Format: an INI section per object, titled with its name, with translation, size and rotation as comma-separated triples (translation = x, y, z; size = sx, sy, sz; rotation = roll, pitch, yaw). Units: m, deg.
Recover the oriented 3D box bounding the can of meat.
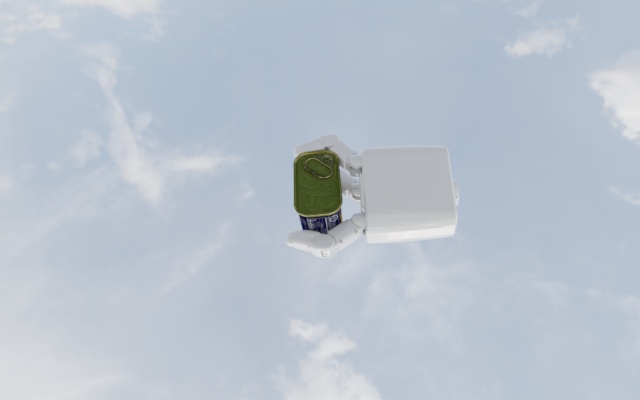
[can of meat]
translation = 0.000, 0.002, 0.603
size = 0.057, 0.102, 0.084
rotation = -6, -38, 3
